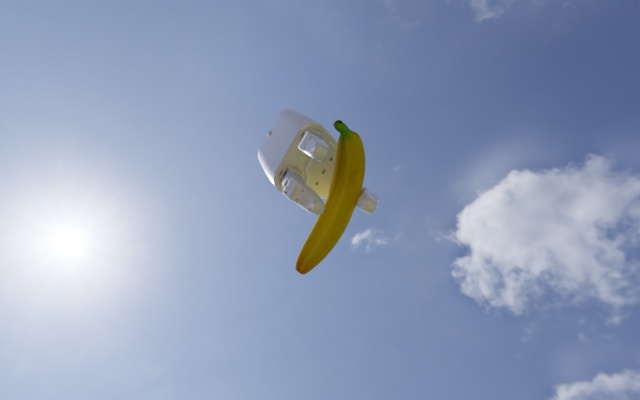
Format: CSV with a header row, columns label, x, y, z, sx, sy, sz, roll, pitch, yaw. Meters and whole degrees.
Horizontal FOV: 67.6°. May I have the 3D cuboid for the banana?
label,x,y,z,sx,sy,sz,roll,pitch,yaw
banana,0.016,-0.002,0.571,0.069,0.198,0.037,-3,27,-37
